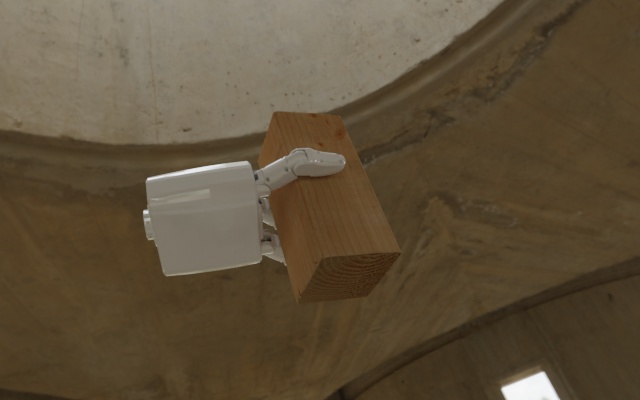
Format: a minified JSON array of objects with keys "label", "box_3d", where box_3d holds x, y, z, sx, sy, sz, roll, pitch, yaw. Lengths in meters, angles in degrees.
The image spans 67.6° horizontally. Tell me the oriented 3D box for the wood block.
[{"label":"wood block","box_3d":[0.000,0.001,0.544,0.090,0.206,0.091,-1,-39,-25]}]
